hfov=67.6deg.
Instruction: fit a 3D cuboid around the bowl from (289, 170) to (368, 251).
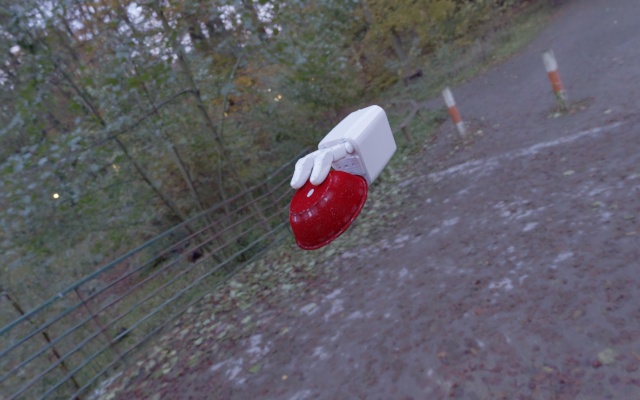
[{"bbox_3d":[-0.001,0.003,0.794,0.055,0.162,0.162,43,-22,-26],"label":"bowl"}]
